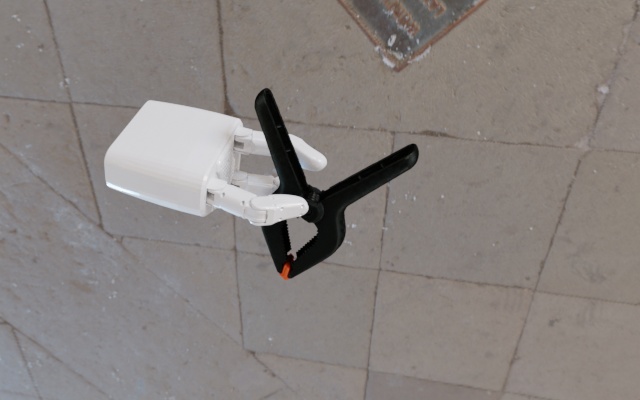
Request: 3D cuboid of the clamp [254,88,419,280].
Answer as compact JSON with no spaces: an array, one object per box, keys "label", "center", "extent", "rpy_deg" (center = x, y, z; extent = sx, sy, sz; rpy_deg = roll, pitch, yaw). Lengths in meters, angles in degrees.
[{"label":"clamp","center":[0.000,0.002,0.499],"extent":[0.164,0.210,0.036],"rpy_deg":[16,31,6]}]
